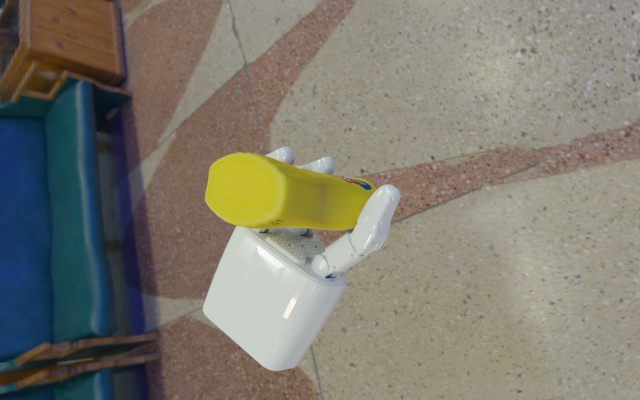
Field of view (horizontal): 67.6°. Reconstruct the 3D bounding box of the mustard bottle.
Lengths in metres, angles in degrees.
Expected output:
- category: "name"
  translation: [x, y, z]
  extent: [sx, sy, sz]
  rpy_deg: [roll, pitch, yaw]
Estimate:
- category: "mustard bottle"
  translation: [0.000, 0.001, 0.434]
  extent: [0.096, 0.058, 0.191]
  rpy_deg: [8, -1, 42]
